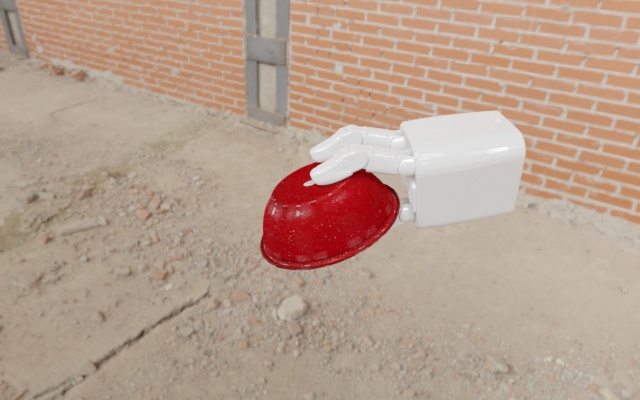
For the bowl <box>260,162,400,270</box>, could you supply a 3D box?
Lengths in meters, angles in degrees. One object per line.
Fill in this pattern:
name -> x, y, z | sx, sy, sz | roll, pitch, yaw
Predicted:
bowl -> -0.001, 0.002, 0.511 | 0.162, 0.055, 0.162 | -18, 28, 10
